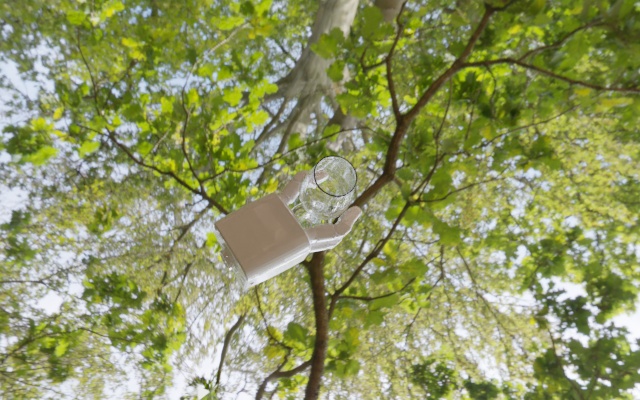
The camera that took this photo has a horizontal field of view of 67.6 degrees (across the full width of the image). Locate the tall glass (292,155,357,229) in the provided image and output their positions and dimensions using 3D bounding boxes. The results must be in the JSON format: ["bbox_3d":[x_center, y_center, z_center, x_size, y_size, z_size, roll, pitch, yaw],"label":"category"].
[{"bbox_3d":[0.000,0.003,0.737,0.079,0.079,0.201,0,-21,-13],"label":"tall glass"}]
